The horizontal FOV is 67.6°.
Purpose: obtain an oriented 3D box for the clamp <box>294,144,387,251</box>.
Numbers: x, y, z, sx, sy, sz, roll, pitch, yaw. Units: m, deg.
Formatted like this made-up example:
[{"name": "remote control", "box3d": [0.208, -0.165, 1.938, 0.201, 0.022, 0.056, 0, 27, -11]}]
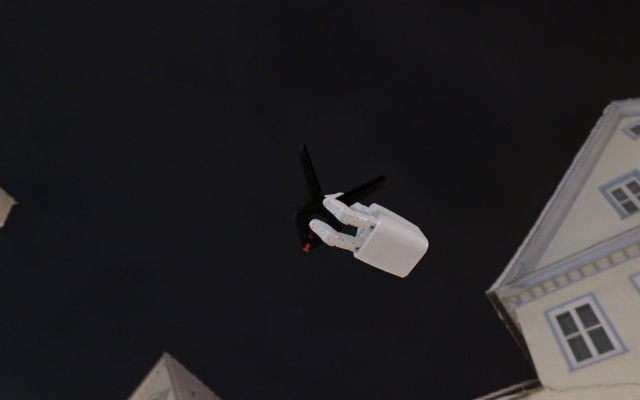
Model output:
[{"name": "clamp", "box3d": [0.000, 0.003, 0.875, 0.164, 0.210, 0.036, 27, 30, -7]}]
